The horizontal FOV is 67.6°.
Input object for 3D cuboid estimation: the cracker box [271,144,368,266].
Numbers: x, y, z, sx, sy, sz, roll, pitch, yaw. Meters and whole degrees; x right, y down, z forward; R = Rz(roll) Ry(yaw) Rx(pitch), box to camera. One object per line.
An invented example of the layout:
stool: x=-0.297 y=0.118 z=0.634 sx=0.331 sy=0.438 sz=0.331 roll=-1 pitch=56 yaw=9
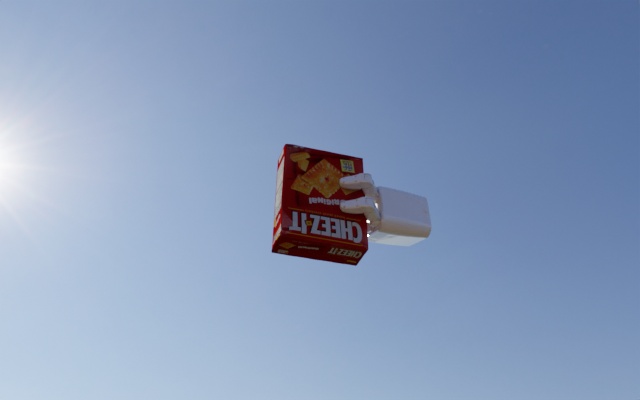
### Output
cracker box: x=0.000 y=0.003 z=0.897 sx=0.164 sy=0.213 sz=0.072 roll=10 pitch=-37 yaw=-14
